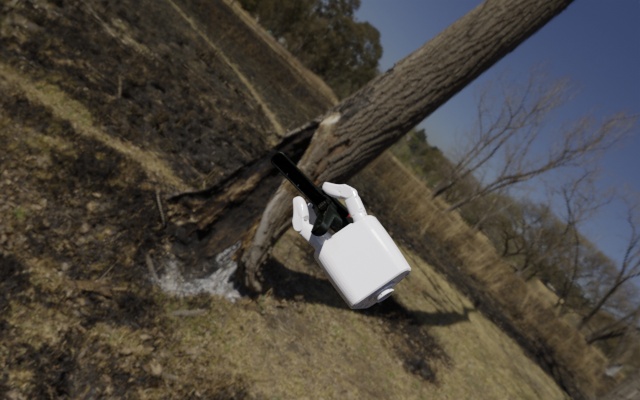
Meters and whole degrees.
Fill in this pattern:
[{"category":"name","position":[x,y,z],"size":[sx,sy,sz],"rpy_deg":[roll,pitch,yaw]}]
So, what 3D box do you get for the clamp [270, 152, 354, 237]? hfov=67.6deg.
[{"category":"clamp","position":[0.001,0.002,0.803],"size":[0.036,0.164,0.210],"rpy_deg":[-38,-24,14]}]
